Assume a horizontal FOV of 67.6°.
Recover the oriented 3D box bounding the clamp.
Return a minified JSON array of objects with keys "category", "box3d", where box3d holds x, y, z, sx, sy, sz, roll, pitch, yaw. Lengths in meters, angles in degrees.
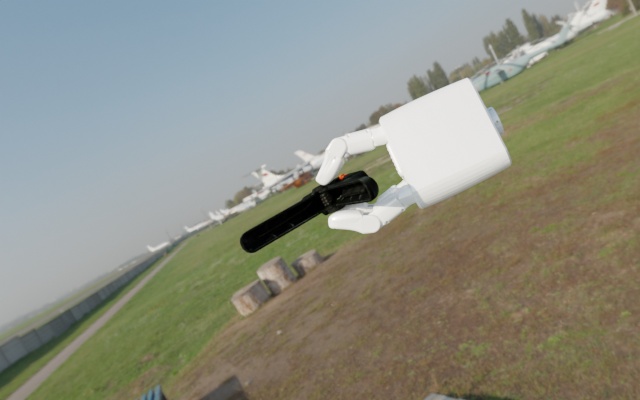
[{"category":"clamp","box3d":[0.000,0.001,0.577,0.164,0.036,0.210,-24,5,14]}]
